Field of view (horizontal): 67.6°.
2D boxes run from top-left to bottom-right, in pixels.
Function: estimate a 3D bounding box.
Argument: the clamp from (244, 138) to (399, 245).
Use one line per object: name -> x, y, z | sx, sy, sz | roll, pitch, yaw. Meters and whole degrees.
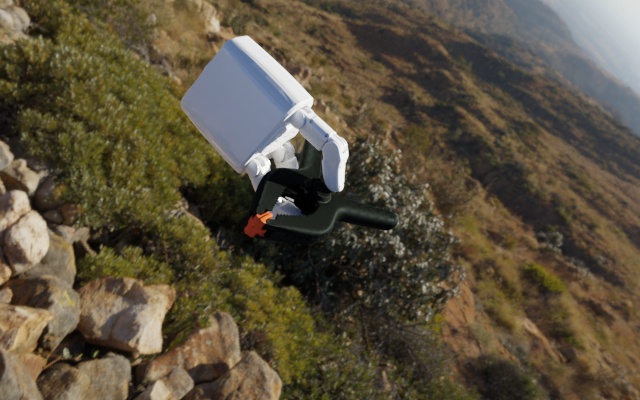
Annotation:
clamp -> 0.000, 0.001, 0.537 | 0.036, 0.164, 0.210 | -48, -6, 37
